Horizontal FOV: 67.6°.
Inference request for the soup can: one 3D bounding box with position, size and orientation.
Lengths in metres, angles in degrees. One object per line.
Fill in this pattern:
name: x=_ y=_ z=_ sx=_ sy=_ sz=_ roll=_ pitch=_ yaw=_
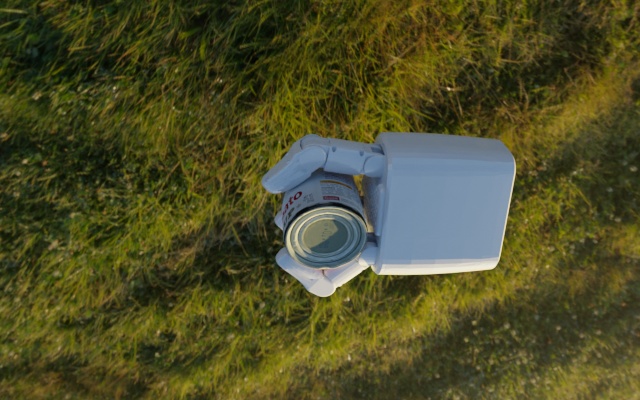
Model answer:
soup can: x=0.000 y=0.001 z=0.410 sx=0.068 sy=0.068 sz=0.102 roll=0 pitch=35 yaw=-7
